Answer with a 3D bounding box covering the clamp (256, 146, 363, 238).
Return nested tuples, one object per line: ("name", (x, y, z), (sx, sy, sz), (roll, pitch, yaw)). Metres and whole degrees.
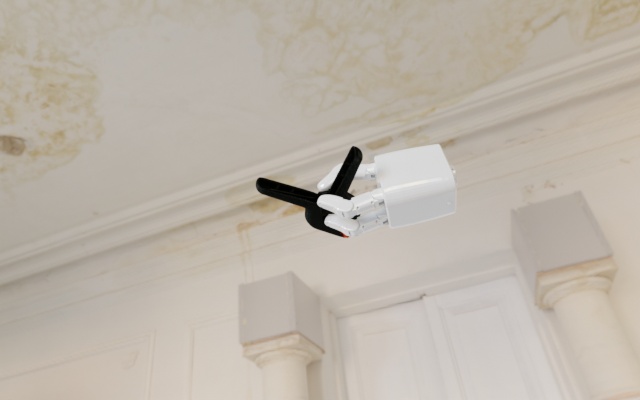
("clamp", (0.000, 0.002, 0.765), (0.164, 0.036, 0.210), (-13, -36, 6))
